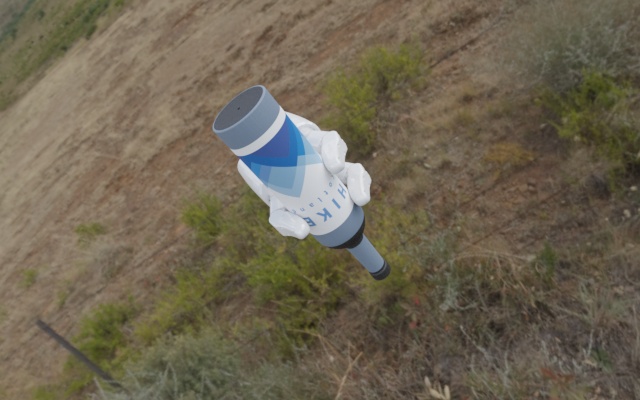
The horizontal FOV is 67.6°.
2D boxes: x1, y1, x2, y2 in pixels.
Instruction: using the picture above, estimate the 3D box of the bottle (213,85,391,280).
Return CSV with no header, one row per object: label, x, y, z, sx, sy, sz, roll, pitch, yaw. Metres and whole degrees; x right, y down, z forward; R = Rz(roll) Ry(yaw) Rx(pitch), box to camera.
bottle,0.000,0.002,0.550,0.069,0.069,0.296,0,-39,45
